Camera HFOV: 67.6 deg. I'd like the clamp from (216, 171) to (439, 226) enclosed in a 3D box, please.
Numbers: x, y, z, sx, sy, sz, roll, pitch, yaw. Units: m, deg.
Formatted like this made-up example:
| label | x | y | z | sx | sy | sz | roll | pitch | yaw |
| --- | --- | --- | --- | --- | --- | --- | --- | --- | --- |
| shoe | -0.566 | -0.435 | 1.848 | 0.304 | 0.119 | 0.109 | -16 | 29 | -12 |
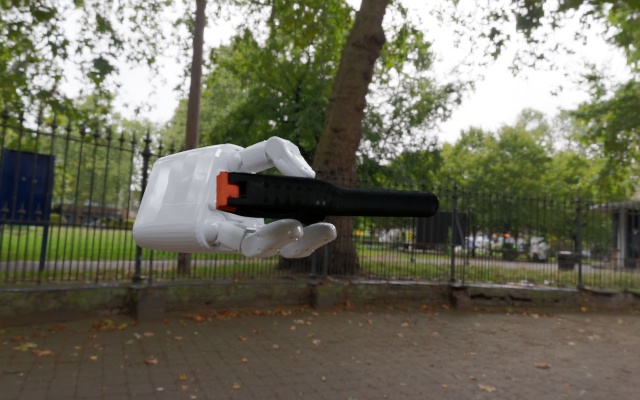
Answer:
| label | x | y | z | sx | sy | sz | roll | pitch | yaw |
| --- | --- | --- | --- | --- | --- | --- | --- | --- | --- |
| clamp | 0.000 | 0.001 | 0.430 | 0.164 | 0.036 | 0.210 | -7 | -11 | 33 |
